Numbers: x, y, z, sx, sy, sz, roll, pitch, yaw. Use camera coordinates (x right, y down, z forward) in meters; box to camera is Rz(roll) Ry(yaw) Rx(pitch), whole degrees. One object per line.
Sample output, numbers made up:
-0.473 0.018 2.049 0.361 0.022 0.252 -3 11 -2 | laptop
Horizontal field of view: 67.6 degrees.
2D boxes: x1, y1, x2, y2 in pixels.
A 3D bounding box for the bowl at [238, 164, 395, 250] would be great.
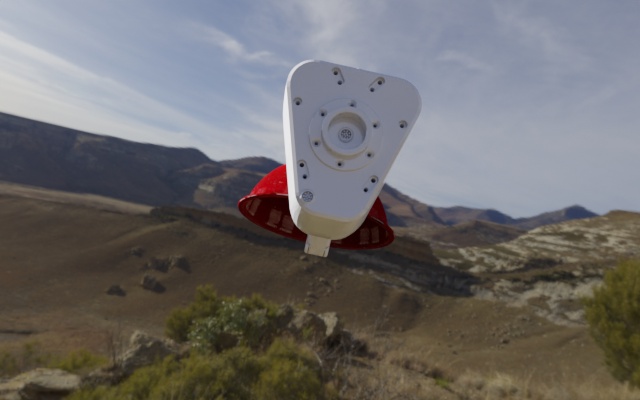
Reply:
0.000 0.002 0.495 0.162 0.055 0.162 11 -19 4 | bowl
